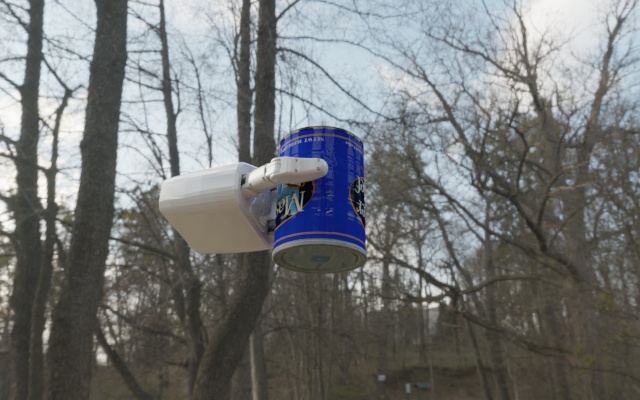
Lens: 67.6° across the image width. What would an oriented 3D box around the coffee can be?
[{"bbox_3d":[0.000,0.002,0.543,0.103,0.140,0.103,1,-25,0],"label":"coffee can"}]
